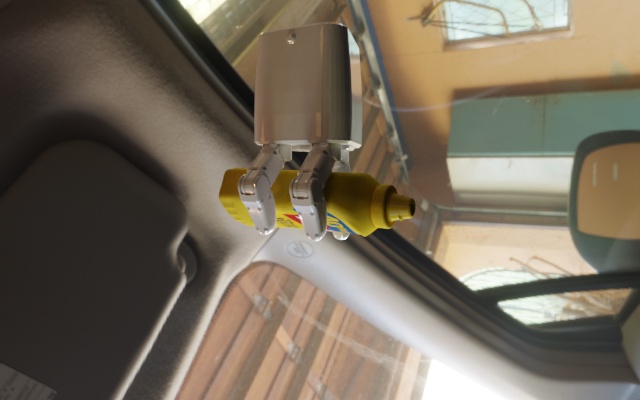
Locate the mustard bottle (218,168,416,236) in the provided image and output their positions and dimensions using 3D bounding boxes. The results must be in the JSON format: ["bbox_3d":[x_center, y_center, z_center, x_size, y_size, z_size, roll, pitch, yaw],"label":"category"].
[{"bbox_3d":[0.000,0.002,0.477,0.191,0.058,0.096,3,-20,29],"label":"mustard bottle"}]
